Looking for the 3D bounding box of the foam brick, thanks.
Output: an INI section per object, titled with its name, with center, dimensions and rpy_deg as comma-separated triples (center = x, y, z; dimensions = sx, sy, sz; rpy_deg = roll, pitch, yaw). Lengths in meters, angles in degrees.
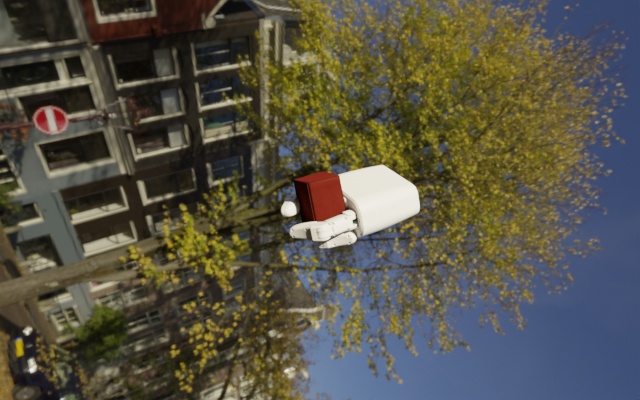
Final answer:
[foam brick]
center = 0.000, 0.002, 0.687
dimensions = 0.051, 0.078, 0.053
rpy_deg = -18, 17, -22
